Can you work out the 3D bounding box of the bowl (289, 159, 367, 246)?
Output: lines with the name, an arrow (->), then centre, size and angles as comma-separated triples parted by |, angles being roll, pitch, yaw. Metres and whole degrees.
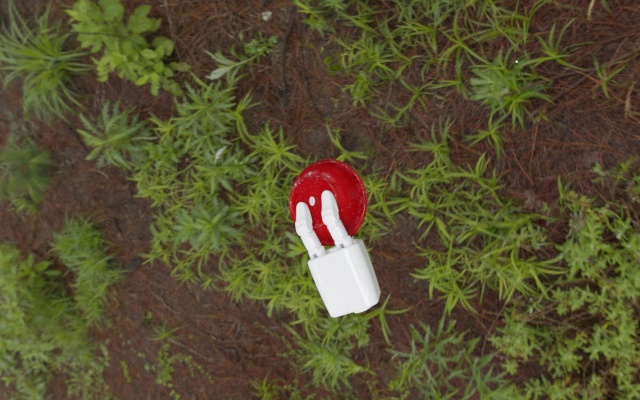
bowl -> -0.001, 0.002, 0.861 | 0.162, 0.162, 0.055 | 0, -2, 29
